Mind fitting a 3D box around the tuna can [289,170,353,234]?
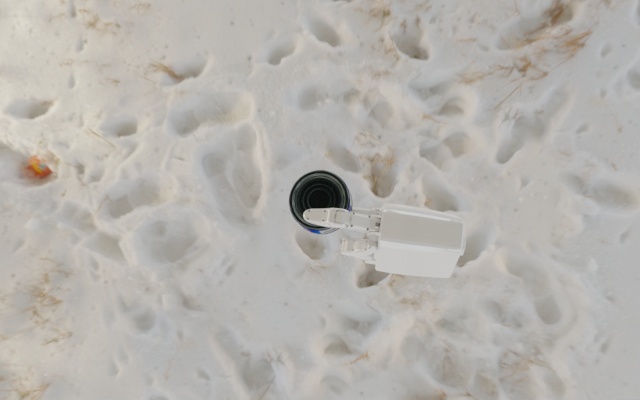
[{"bbox_3d":[0.000,0.002,0.658,0.086,0.086,0.034,0,-12,9],"label":"tuna can"}]
